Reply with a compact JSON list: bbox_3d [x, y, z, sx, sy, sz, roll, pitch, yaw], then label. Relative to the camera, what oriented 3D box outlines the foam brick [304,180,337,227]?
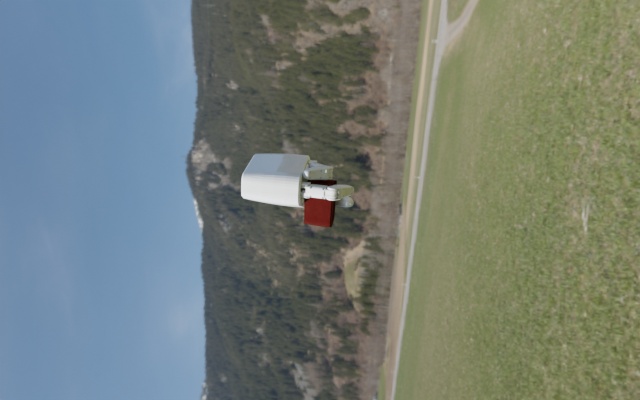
[{"bbox_3d":[0.000,0.003,0.870,0.051,0.078,0.053,5,14,7],"label":"foam brick"}]
